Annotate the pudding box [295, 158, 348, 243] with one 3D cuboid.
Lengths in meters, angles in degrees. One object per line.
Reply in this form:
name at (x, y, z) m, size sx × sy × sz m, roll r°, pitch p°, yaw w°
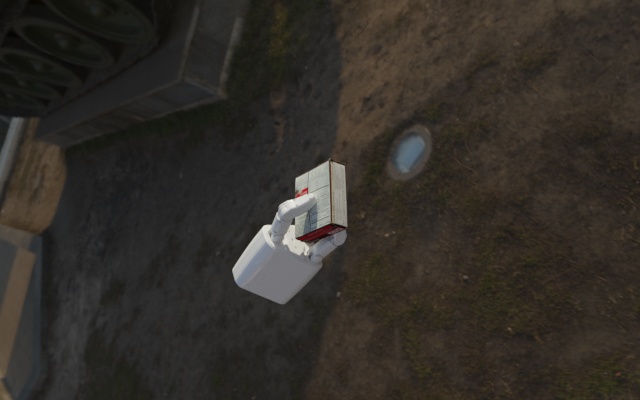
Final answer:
pudding box at (0.000, 0.002, 0.754) m, size 0.039 × 0.113 × 0.090 m, roll 17°, pitch -29°, yaw -39°
